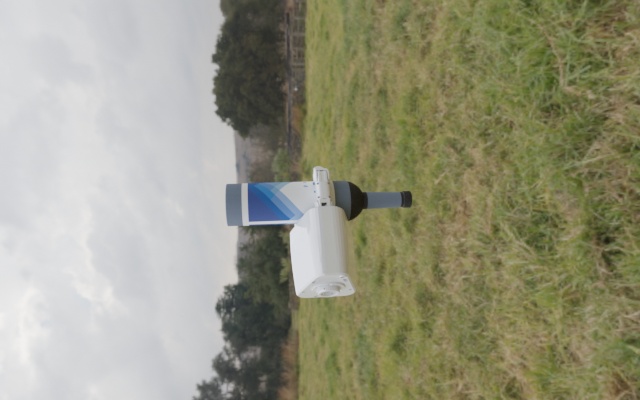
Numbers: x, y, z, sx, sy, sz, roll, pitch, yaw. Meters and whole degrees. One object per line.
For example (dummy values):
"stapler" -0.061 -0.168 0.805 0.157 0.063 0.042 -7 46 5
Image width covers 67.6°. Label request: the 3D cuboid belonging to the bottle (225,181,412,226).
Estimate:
"bottle" 0.000 0.002 0.763 0.296 0.069 0.069 -2 0 -7
